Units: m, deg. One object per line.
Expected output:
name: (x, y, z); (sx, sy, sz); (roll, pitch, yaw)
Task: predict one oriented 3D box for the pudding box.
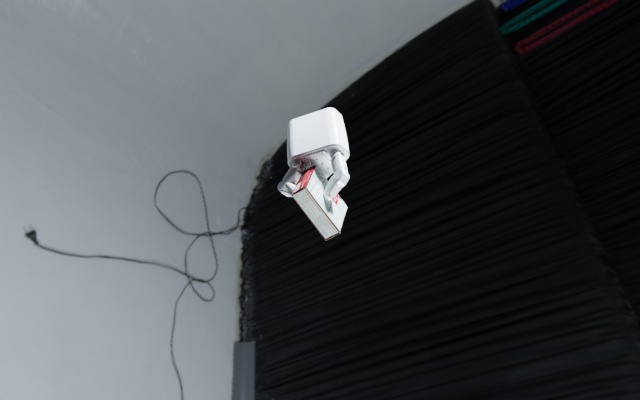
pudding box: (0.000, 0.003, 0.882); (0.039, 0.113, 0.090); (-29, 20, 28)
